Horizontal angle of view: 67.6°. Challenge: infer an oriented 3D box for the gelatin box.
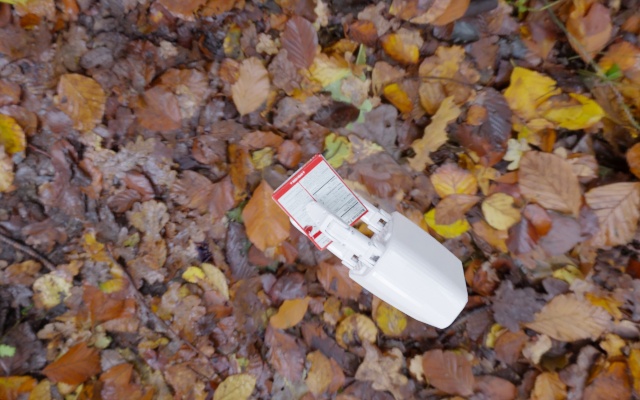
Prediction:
[{"bbox_3d":[0.000,0.002,0.551,0.073,0.089,0.030,-41,9,5],"label":"gelatin box"}]
